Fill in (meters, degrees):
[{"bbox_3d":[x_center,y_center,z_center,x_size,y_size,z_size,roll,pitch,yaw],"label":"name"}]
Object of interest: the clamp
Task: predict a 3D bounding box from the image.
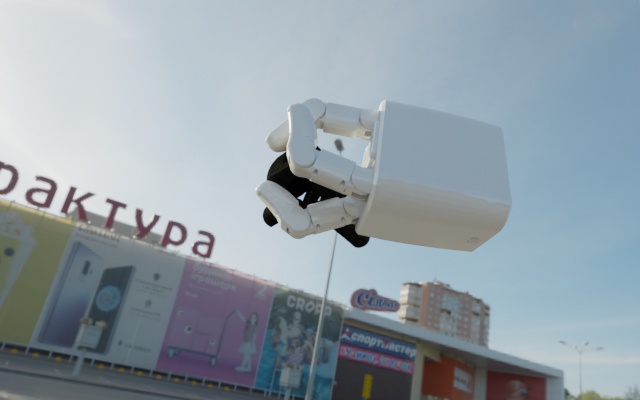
[{"bbox_3d":[0.000,0.001,0.465,0.120,0.039,0.171,11,-22,0],"label":"clamp"}]
